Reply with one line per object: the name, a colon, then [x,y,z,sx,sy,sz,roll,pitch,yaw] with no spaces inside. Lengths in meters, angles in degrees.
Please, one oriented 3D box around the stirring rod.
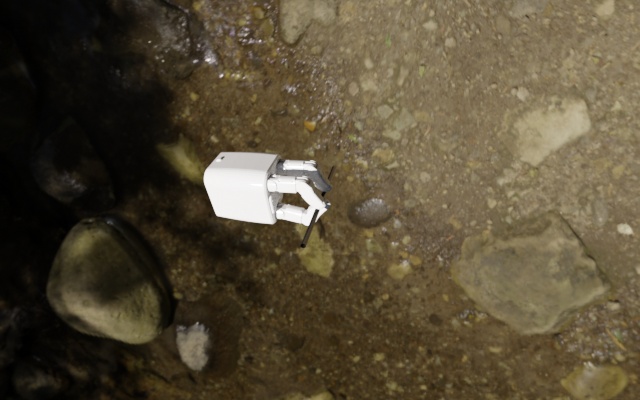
stirring rod: [0.000,0.003,0.781,0.011,0.011,0.239,0,31,14]
